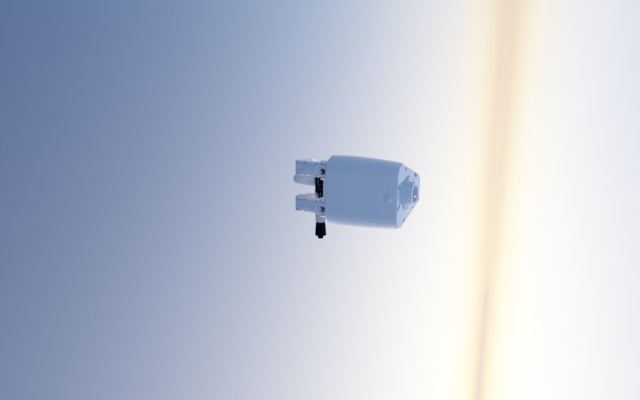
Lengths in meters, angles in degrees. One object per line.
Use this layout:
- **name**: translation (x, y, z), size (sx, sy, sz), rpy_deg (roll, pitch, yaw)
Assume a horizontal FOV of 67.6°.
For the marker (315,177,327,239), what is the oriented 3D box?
- **marker**: translation (0.000, 0.002, 0.762), size (0.020, 0.121, 0.020), rpy_deg (0, 13, 0)
